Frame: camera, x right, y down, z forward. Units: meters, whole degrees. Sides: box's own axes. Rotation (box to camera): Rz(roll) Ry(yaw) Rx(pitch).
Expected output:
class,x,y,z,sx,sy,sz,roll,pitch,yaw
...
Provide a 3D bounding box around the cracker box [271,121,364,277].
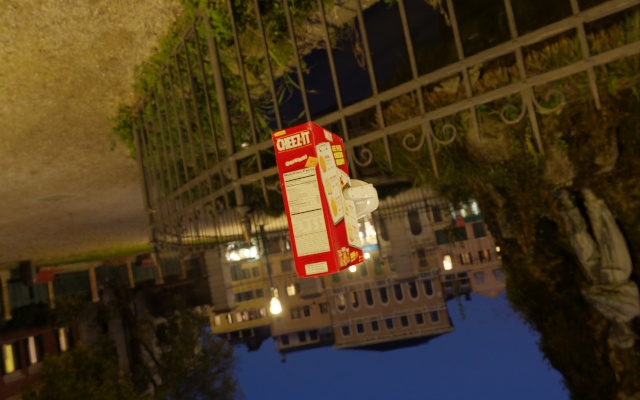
class,x,y,z,sx,sy,sz,roll,pitch,yaw
cracker box,0.000,0.003,0.734,0.072,0.213,0.164,-12,-5,17
